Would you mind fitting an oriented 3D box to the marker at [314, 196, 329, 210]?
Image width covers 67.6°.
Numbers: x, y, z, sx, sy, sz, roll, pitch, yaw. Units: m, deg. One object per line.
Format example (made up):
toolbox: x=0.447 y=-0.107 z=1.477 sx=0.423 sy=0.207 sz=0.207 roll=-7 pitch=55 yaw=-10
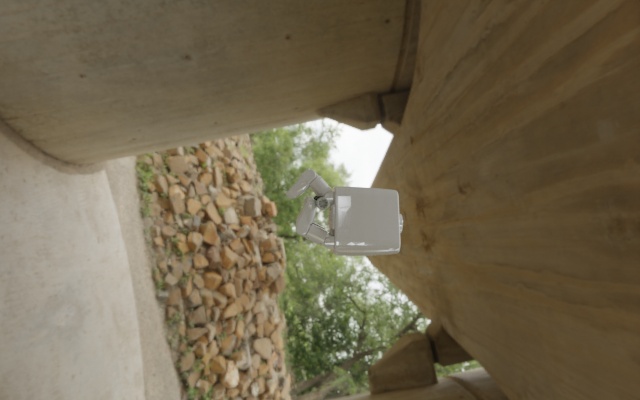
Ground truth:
marker: x=0.000 y=0.002 z=0.760 sx=0.020 sy=0.020 sz=0.121 roll=0 pitch=2 yaw=-4
